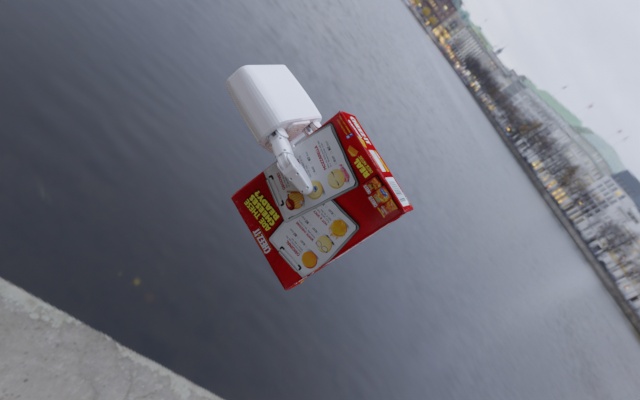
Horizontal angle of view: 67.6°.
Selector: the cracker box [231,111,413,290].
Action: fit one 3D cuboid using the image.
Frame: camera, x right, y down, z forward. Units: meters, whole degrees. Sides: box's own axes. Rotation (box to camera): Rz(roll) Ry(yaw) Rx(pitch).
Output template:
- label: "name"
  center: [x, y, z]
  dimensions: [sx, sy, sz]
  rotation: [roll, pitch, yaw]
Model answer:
- label: "cracker box"
  center: [0.000, 0.002, 0.687]
  dimensions: [0.214, 0.164, 0.072]
  rotation: [-36, -11, 21]
